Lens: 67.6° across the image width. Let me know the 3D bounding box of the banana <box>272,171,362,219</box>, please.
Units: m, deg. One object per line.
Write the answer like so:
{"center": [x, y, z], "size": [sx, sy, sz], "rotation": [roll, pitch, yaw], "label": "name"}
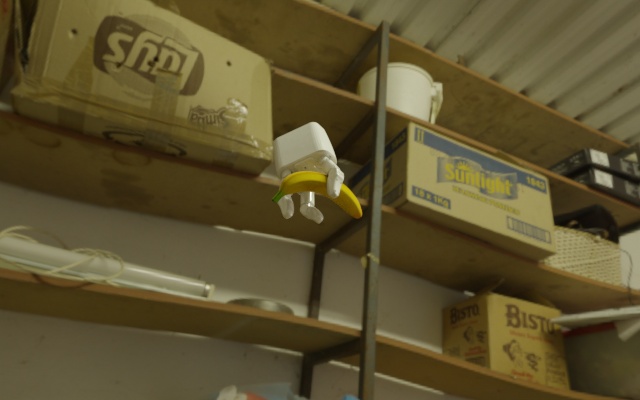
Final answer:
{"center": [0.003, -0.015, 0.890], "size": [0.198, 0.069, 0.037], "rotation": [12, 14, -30], "label": "banana"}
